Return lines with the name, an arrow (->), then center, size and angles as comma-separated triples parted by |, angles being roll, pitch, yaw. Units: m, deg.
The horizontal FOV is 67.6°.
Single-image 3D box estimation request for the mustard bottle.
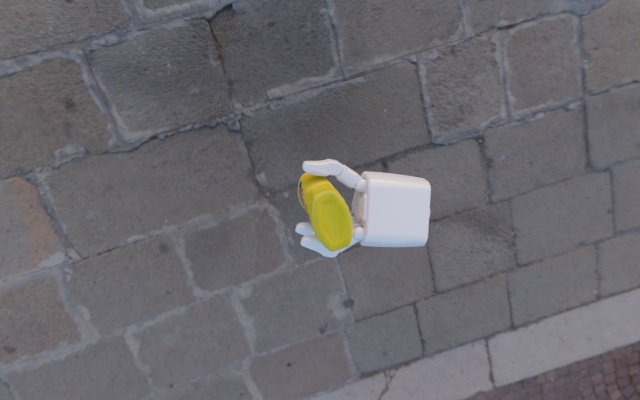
mustard bottle -> 0.000, 0.003, 0.762 | 0.058, 0.096, 0.191 | -21, 20, -4
